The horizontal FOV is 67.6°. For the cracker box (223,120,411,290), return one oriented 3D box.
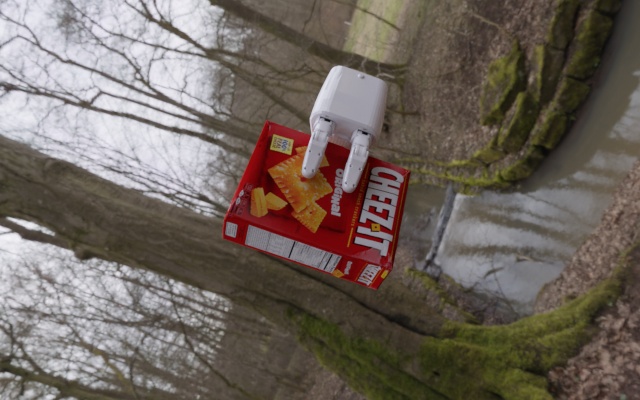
[{"bbox_3d":[0.000,0.002,0.632,0.214,0.164,0.072,19,-34,-2],"label":"cracker box"}]
